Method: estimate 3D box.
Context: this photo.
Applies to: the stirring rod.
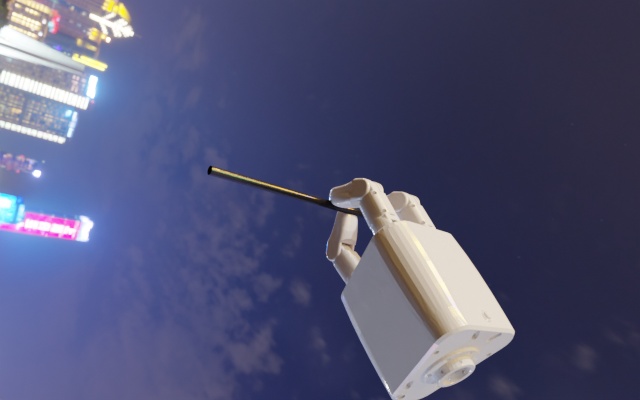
[{"bbox_3d":[0.000,0.002,0.466,0.239,0.011,0.011,16,-10,-38],"label":"stirring rod"}]
